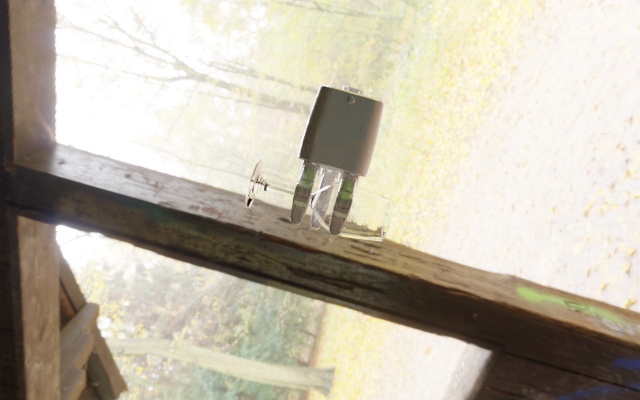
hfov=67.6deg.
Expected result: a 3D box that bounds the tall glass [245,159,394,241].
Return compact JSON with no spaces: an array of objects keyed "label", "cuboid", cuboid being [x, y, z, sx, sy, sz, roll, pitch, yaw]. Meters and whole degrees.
[{"label":"tall glass","cuboid":[-0.001,0.002,0.683,0.201,0.079,0.079,16,0,0]}]
